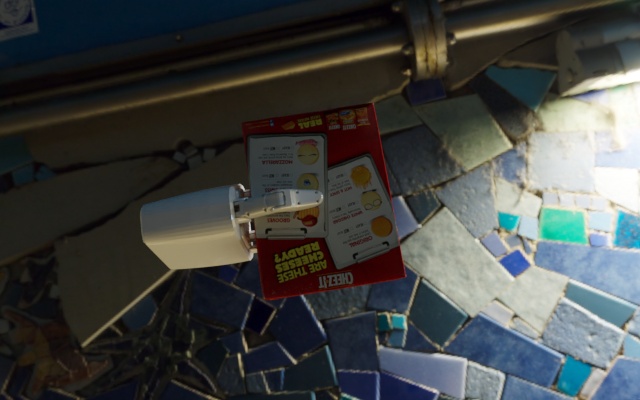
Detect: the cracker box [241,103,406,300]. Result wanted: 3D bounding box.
[{"bbox_3d":[0.000,0.002,0.581,0.164,0.213,0.072,-9,-12,-1],"label":"cracker box"}]
